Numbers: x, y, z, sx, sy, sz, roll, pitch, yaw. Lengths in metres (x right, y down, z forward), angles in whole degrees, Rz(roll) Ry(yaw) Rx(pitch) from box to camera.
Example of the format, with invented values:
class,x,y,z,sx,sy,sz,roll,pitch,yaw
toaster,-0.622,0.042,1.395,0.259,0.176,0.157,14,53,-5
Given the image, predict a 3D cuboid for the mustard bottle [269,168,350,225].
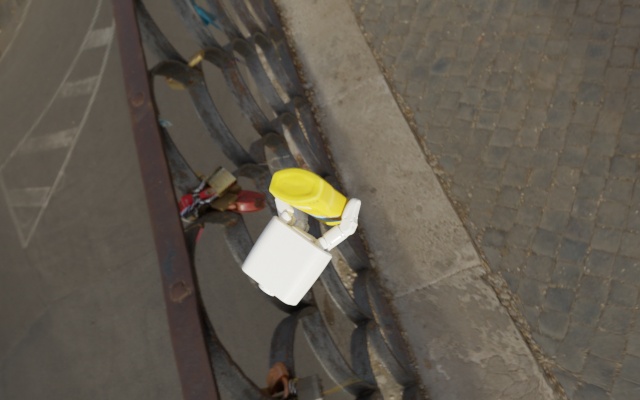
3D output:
class,x,y,z,sx,sy,sz,roll,pitch,yaw
mustard bottle,0.000,0.002,0.809,0.096,0.058,0.192,8,-13,28
